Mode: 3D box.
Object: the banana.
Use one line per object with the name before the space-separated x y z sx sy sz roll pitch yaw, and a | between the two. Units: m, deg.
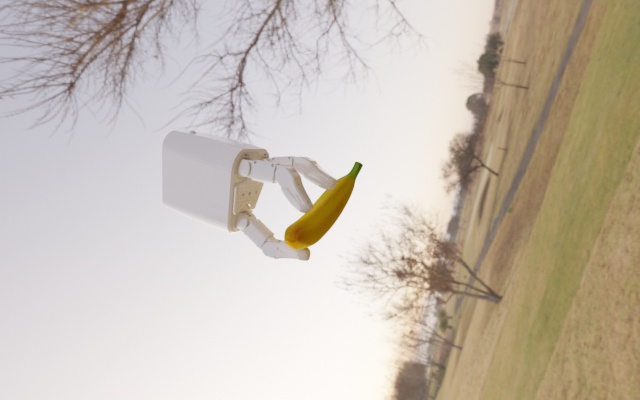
banana | -0.001 0.015 0.608 0.037 0.070 0.197 22 37 15
